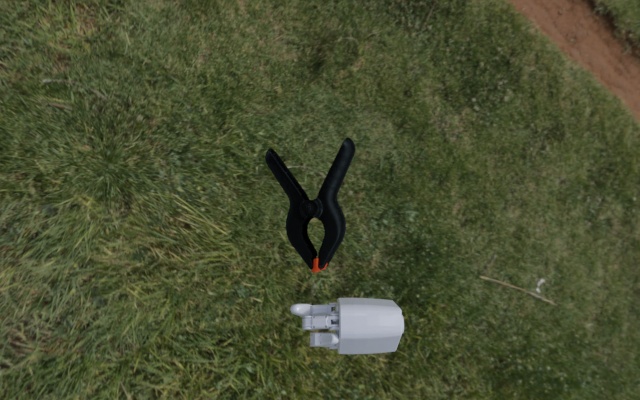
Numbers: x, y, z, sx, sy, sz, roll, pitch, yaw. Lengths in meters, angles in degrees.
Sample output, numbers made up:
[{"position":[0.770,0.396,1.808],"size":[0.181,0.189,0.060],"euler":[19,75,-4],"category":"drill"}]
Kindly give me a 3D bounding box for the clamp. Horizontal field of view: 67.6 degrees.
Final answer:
[{"position":[0.000,0.002,0.607],"size":[0.120,0.171,0.039],"euler":[-15,-3,24],"category":"clamp"}]
